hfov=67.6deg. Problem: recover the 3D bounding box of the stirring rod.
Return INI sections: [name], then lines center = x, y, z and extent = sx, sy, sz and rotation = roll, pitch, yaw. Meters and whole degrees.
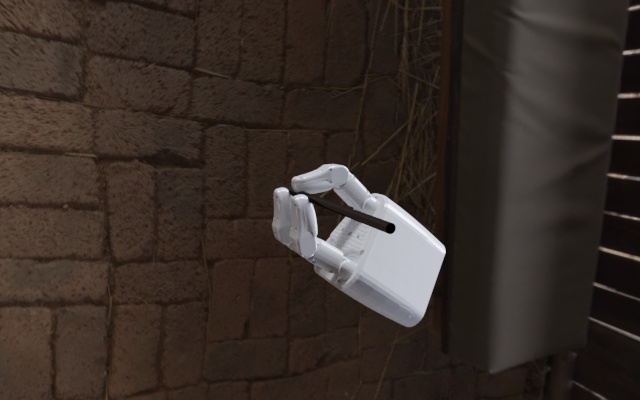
[stirring rod]
center = 0.000, 0.001, 0.436
extent = 0.011, 0.011, 0.239
rotation = 0, 9, -24
